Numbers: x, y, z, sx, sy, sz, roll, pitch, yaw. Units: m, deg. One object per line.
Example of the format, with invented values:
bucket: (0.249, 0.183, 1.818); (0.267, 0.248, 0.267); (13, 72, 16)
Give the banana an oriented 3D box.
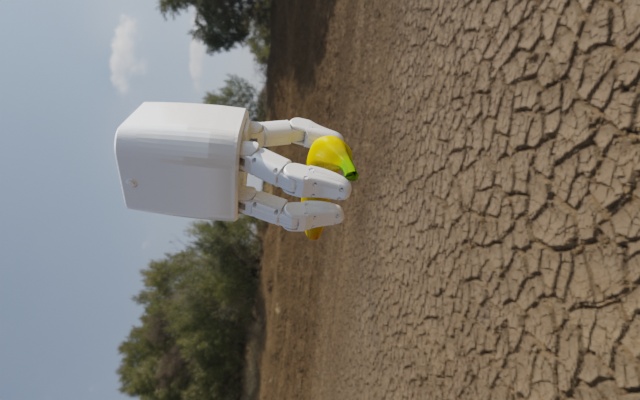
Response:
banana: (0.001, -0.017, 0.508); (0.037, 0.069, 0.198); (3, -21, -8)
